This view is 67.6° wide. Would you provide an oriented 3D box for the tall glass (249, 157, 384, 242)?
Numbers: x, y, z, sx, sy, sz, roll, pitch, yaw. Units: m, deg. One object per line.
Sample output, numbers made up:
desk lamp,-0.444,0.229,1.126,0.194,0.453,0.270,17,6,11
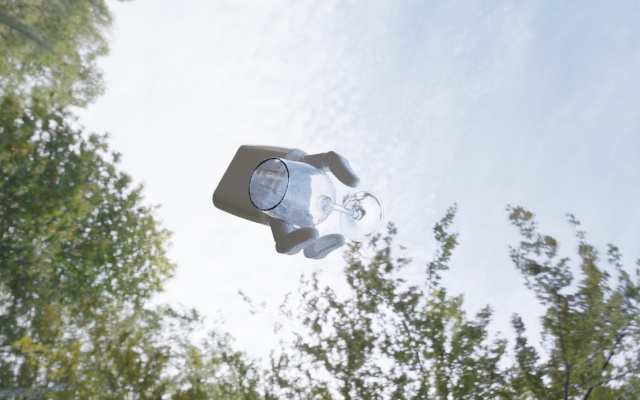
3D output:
tall glass,0.001,0.002,0.611,0.079,0.079,0.201,0,-12,37
